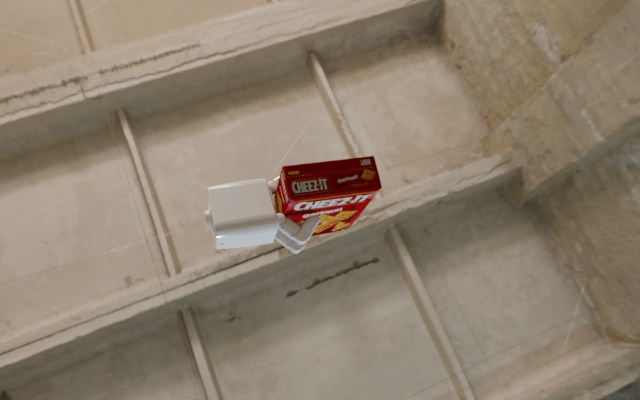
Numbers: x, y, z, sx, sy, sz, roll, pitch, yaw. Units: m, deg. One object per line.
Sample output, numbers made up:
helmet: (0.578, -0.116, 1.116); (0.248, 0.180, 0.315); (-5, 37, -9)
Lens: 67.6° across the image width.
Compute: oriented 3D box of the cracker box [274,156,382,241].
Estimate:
cracker box: (0.000, 0.003, 0.883); (0.164, 0.072, 0.214); (-8, -20, -16)
